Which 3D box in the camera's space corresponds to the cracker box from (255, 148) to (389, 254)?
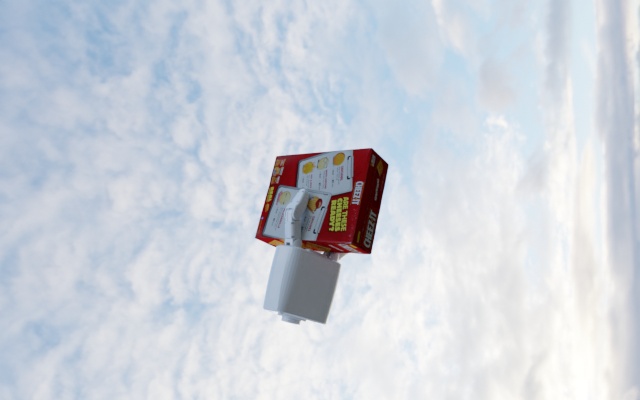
[{"bbox_3d":[0.000,0.003,0.828,0.213,0.164,0.072,0,-21,38],"label":"cracker box"}]
